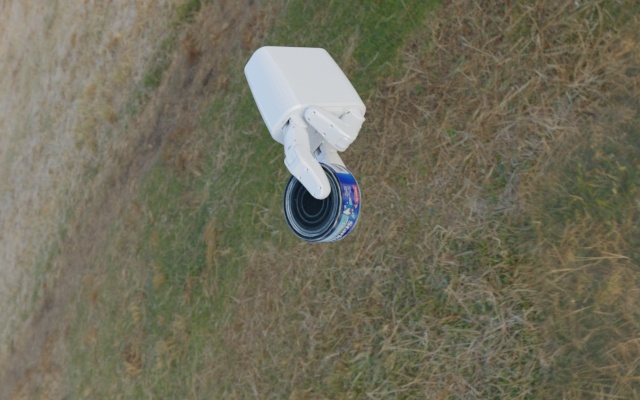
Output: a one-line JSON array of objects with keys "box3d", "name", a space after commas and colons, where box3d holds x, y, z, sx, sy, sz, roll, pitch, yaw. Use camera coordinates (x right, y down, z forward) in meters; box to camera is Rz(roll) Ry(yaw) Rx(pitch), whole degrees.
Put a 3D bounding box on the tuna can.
[{"box3d": [0.000, 0.002, 0.510, 0.086, 0.086, 0.034, 0, -2, 41], "name": "tuna can"}]
